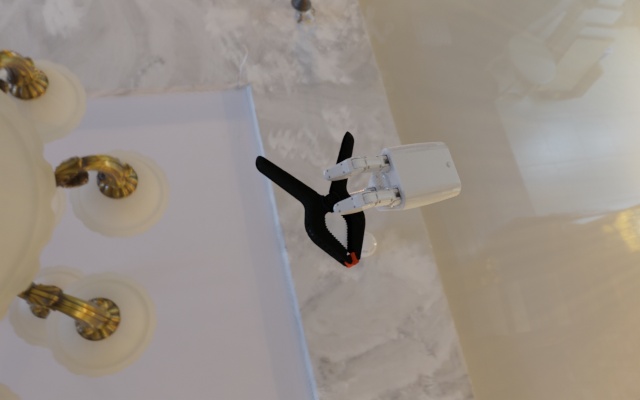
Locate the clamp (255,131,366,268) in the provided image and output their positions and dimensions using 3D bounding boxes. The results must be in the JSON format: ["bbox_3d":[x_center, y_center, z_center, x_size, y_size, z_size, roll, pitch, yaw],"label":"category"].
[{"bbox_3d":[0.000,0.003,0.719,0.164,0.210,0.036,-11,-14,-18],"label":"clamp"}]
